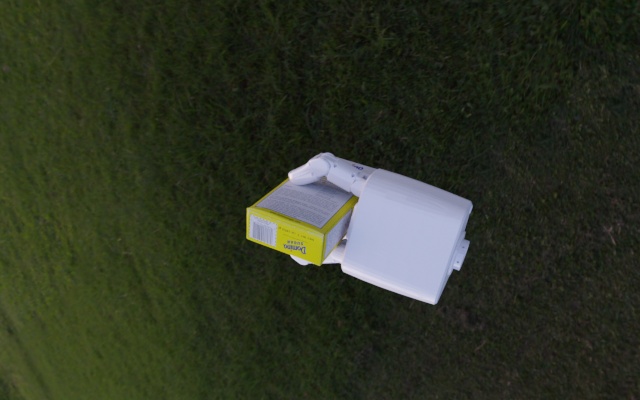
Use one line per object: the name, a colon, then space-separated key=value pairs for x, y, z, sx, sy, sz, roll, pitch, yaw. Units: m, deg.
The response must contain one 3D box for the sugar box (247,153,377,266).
sugar box: x=0.000 y=0.002 z=0.557 sx=0.093 sy=0.048 sz=0.176 roll=19 pitch=29 yaw=21
